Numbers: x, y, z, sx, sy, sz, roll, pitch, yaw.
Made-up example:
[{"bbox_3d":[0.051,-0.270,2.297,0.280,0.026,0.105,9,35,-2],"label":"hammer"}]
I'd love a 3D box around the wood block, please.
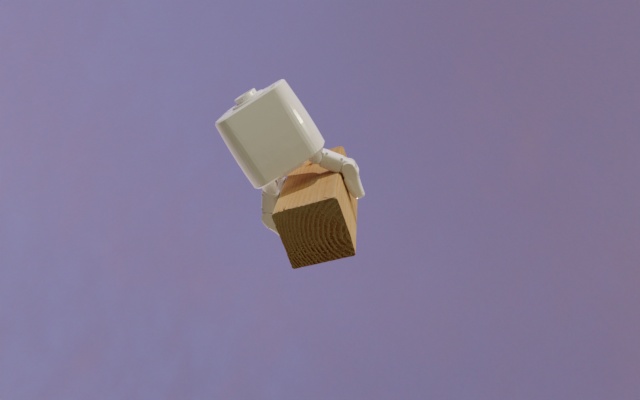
[{"bbox_3d":[0.000,0.002,0.707,0.091,0.090,0.206,-15,23,12],"label":"wood block"}]
